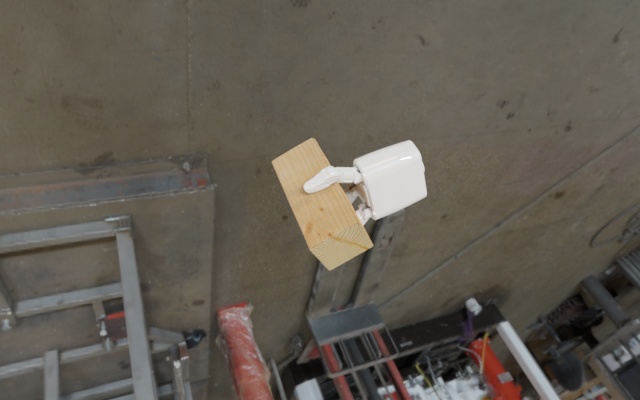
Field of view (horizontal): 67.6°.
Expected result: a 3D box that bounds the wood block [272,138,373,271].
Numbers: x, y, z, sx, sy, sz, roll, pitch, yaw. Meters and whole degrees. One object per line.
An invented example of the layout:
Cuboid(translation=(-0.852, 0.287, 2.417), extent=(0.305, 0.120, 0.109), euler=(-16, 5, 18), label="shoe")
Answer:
Cuboid(translation=(0.000, 0.002, 0.832), extent=(0.090, 0.206, 0.091), euler=(-30, -37, 4), label="wood block")
